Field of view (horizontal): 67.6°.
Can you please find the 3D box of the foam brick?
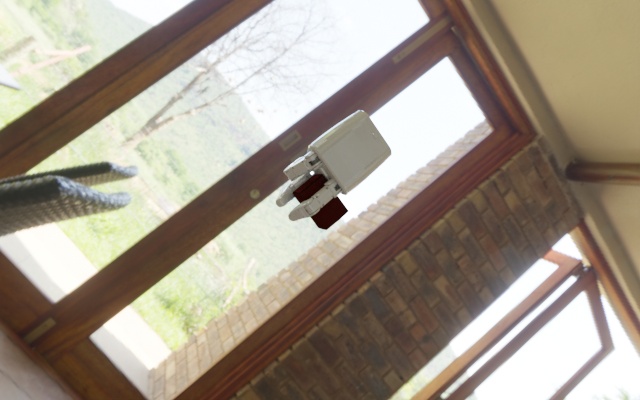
[{"bbox_3d":[0.000,0.003,0.787,0.051,0.078,0.053,-39,12,-11],"label":"foam brick"}]
